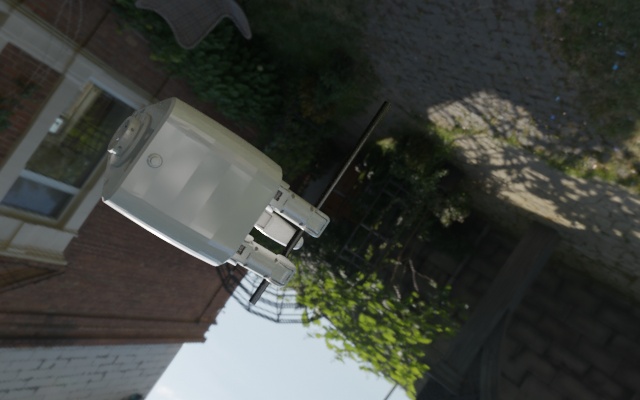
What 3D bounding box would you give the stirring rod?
[{"bbox_3d":[0.000,0.001,0.476,0.011,0.239,0.011,34,-2,2],"label":"stirring rod"}]
